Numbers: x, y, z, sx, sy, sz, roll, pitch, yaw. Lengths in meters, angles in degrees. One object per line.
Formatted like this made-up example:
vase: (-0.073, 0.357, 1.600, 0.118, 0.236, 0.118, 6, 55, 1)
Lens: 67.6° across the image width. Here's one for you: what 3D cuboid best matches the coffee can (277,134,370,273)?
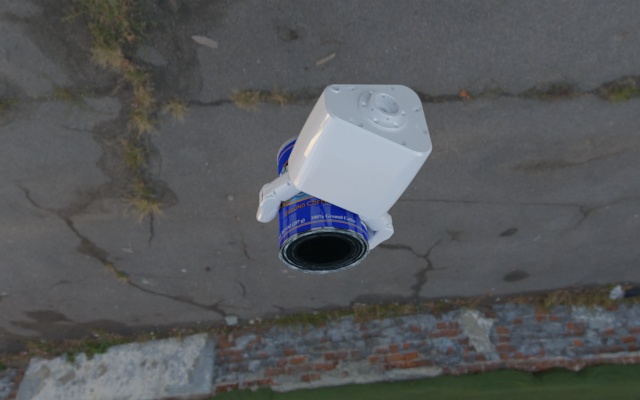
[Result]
coffee can: (0.000, 0.002, 0.573, 0.103, 0.140, 0.103, -3, -34, -2)
